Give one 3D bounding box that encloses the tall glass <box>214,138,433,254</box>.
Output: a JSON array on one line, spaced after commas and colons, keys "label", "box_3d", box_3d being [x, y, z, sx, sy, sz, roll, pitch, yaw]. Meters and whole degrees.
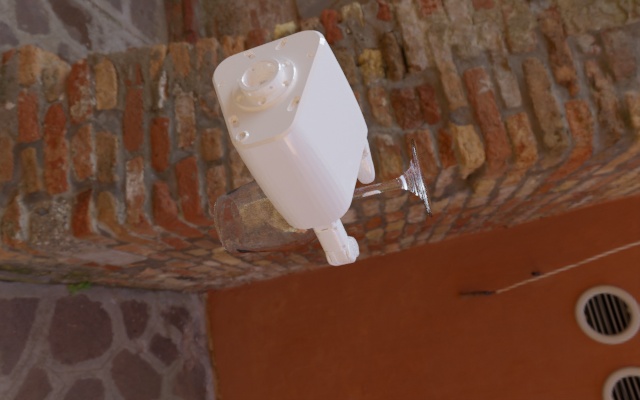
[{"label": "tall glass", "box_3d": [0.001, 0.001, 0.461, 0.201, 0.079, 0.079, -14, -4, 15]}]
